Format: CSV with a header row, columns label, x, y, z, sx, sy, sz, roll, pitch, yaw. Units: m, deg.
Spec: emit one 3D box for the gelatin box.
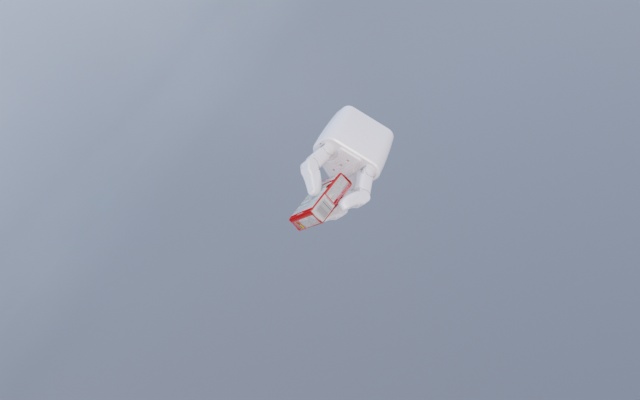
label,x,y,z,sx,sy,sz,roll,pitch,yaw
gelatin box,0.000,0.002,0.740,0.089,0.030,0.073,-52,16,-30
